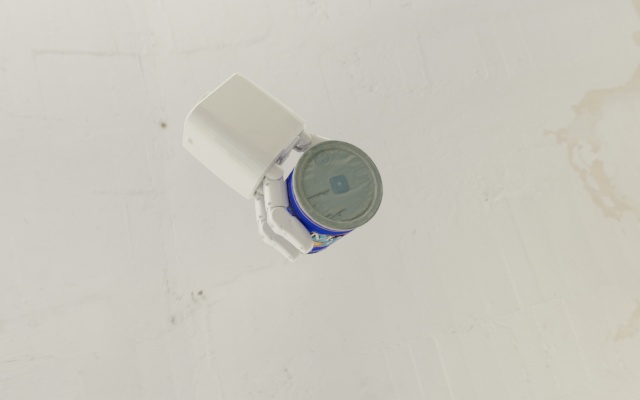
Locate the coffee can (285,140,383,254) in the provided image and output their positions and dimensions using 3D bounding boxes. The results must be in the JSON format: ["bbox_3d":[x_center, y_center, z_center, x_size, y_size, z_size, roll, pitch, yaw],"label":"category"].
[{"bbox_3d":[0.000,0.002,0.578,0.103,0.102,0.140,0,-17,-18],"label":"coffee can"}]
